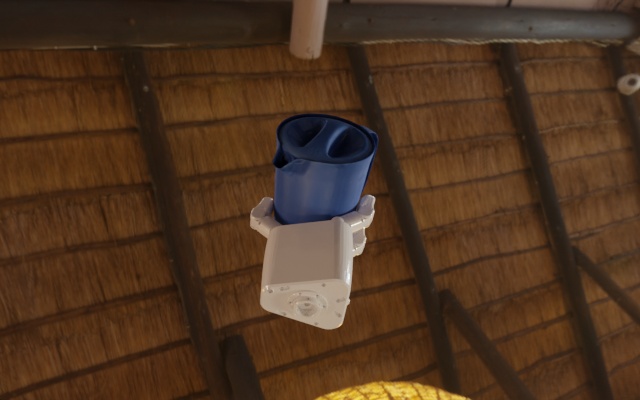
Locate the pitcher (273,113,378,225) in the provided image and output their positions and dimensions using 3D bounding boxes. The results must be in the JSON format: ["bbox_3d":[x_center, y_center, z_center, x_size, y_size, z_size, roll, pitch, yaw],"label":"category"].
[{"bbox_3d":[0.000,0.002,0.707,0.149,0.243,0.145,7,37,-4],"label":"pitcher"}]
